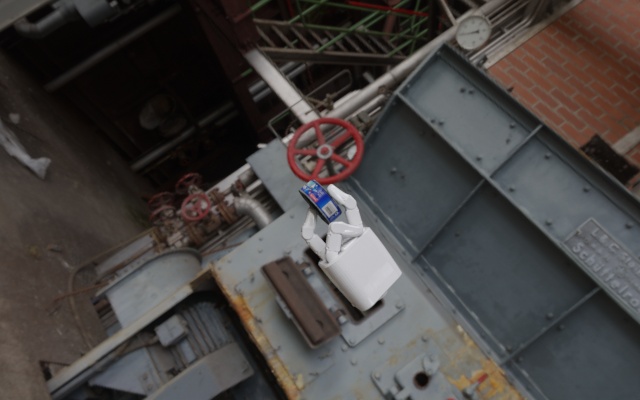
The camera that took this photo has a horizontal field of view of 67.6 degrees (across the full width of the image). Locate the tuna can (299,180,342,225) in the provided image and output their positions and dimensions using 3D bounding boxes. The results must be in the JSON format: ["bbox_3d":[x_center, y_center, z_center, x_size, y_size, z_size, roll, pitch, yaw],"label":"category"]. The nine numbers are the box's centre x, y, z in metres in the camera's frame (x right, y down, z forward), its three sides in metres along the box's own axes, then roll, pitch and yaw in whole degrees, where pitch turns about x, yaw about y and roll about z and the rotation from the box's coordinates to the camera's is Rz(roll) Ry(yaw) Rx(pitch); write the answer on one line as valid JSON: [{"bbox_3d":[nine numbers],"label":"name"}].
[{"bbox_3d":[0.001,0.002,0.879,0.034,0.086,0.086,-41,5,-6],"label":"tuna can"}]
